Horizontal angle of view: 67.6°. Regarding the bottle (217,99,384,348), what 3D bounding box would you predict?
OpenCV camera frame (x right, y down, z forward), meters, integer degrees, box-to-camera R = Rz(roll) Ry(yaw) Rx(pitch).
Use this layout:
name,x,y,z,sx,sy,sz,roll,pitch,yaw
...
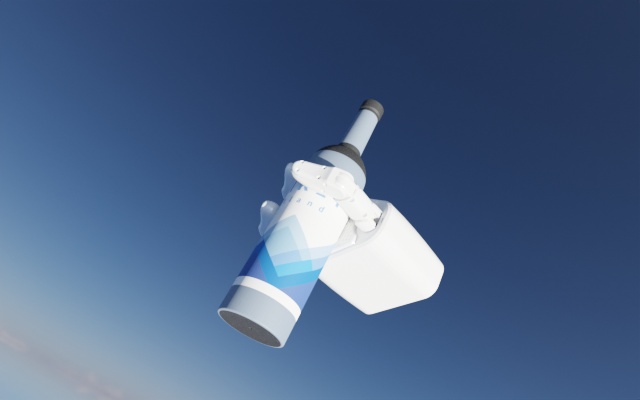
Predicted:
name,x,y,z,sx,sy,sz,roll,pitch,yaw
bottle,0.000,0.002,0.493,0.069,0.295,0.069,21,-31,13
